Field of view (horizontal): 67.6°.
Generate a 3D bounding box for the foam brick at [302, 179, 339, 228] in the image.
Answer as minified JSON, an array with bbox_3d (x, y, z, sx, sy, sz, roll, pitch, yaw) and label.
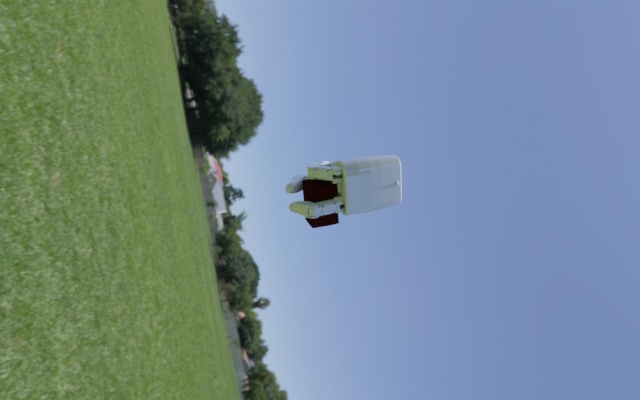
[{"bbox_3d":[0.000,0.003,0.855,0.051,0.078,0.053,-10,21,-13],"label":"foam brick"}]
